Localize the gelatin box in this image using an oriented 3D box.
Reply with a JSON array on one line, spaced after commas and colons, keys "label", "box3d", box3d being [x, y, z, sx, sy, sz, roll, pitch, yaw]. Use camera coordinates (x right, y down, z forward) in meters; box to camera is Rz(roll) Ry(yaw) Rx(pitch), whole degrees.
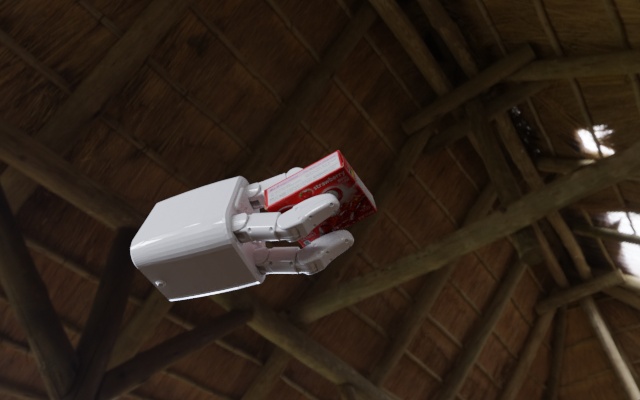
[{"label": "gelatin box", "box3d": [0.000, 0.001, 0.473, 0.089, 0.030, 0.073, -28, -49, 15]}]
